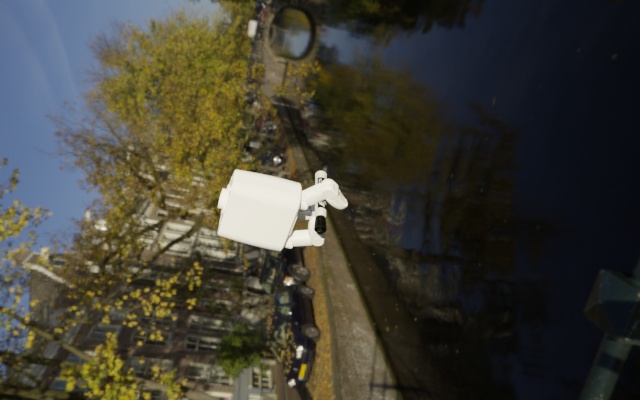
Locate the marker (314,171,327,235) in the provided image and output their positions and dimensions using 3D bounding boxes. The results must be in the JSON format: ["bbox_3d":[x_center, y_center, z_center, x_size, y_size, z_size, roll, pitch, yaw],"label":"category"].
[{"bbox_3d":[0.000,0.002,0.742,0.020,0.121,0.020,0,-41,0],"label":"marker"}]
